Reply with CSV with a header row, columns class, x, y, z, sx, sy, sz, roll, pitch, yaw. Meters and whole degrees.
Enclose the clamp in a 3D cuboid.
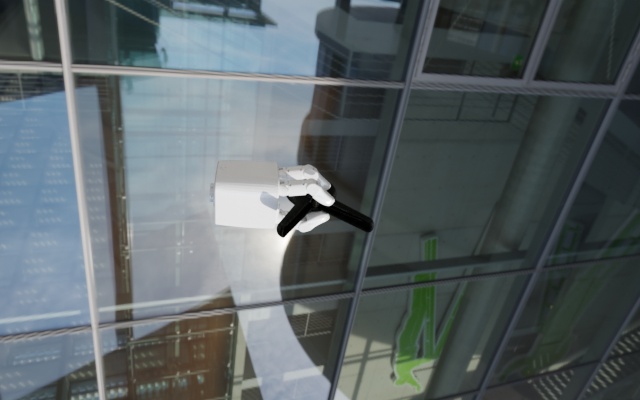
class,x,y,z,sx,sy,sz,roll,pitch,yaw
clamp,0.000,0.003,0.861,0.164,0.036,0.209,2,29,-8
